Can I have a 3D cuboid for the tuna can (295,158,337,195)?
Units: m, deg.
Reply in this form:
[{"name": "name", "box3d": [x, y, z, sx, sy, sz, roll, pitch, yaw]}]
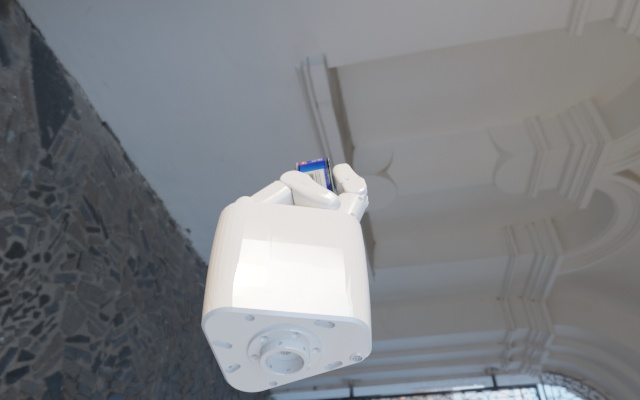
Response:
[{"name": "tuna can", "box3d": [0.001, 0.001, 0.473, 0.034, 0.086, 0.086, -11, -1, 3]}]
